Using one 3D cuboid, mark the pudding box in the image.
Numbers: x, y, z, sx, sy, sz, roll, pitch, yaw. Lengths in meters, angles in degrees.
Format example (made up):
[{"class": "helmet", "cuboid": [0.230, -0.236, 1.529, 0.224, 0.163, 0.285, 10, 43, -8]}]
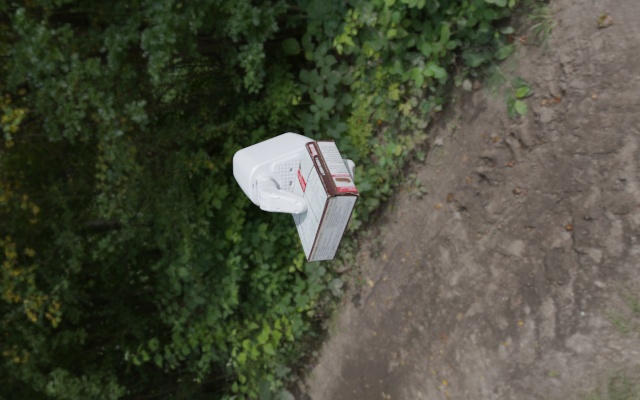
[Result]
[{"class": "pudding box", "cuboid": [0.000, 0.002, 0.545, 0.039, 0.090, 0.114, -6, -42, -20]}]
